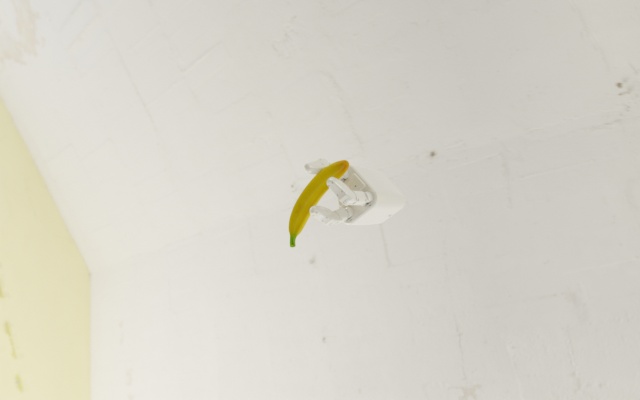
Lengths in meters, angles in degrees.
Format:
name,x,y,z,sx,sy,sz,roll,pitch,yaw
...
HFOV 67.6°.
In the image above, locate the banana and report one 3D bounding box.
name,x,y,z,sx,sy,sz,roll,pitch,yaw
banana,-0.010,-0.004,0.911,0.037,0.198,0.069,18,22,-40
